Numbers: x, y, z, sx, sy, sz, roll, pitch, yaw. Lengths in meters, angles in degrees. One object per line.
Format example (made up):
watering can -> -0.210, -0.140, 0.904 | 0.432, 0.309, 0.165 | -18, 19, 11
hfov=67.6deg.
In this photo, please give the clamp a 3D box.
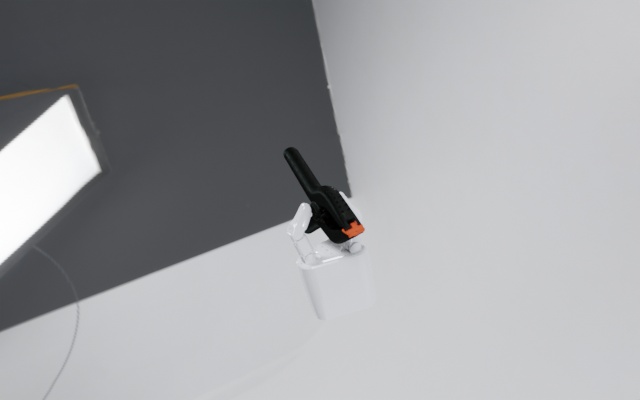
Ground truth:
clamp -> 0.000, 0.003, 0.757 | 0.036, 0.165, 0.210 | -23, 21, -20
